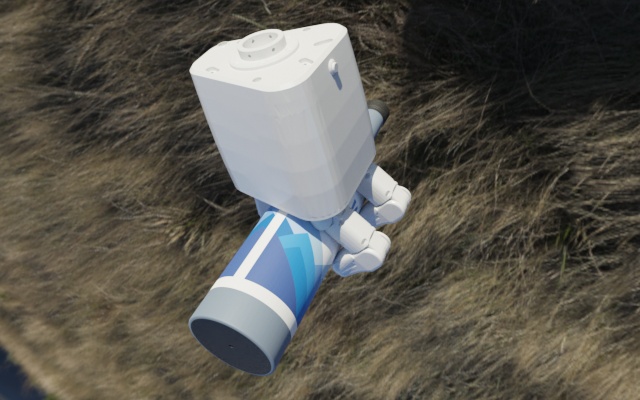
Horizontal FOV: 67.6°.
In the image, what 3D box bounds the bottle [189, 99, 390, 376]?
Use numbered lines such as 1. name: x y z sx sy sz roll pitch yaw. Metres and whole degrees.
1. bottle: 0.000 0.002 0.411 0.069 0.069 0.295 0 41 33
